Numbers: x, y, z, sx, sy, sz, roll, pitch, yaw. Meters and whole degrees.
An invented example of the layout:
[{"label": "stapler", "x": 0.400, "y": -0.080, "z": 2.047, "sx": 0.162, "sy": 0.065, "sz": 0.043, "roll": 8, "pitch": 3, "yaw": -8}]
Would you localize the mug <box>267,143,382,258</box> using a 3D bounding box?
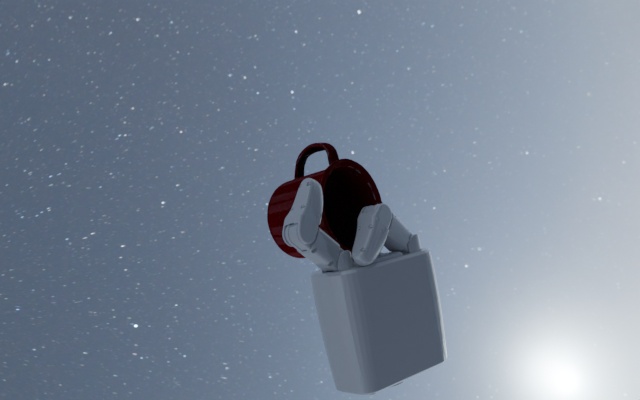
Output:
[{"label": "mug", "x": 0.000, "y": 0.000, "z": 0.471, "sx": 0.081, "sy": 0.117, "sz": 0.093, "roll": -14, "pitch": -5, "yaw": 42}]
